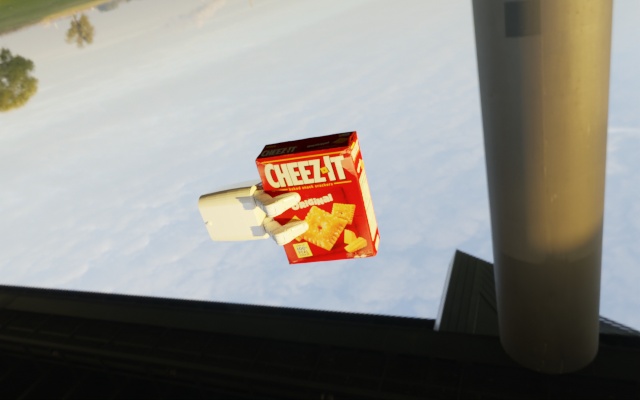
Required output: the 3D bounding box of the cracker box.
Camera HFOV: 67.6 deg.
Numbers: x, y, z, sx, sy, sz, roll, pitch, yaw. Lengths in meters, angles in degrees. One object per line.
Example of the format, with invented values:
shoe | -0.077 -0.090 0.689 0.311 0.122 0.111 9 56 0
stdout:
cracker box | 0.000 0.003 0.814 0.164 0.214 0.072 -7 29 17
